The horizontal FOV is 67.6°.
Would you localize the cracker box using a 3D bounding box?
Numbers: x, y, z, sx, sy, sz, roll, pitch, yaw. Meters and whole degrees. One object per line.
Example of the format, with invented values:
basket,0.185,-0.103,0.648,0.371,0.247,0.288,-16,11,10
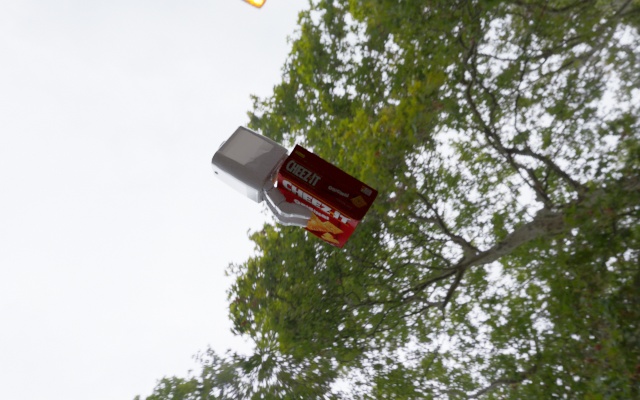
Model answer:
cracker box,0.000,0.003,0.891,0.164,0.072,0.214,30,-19,4
